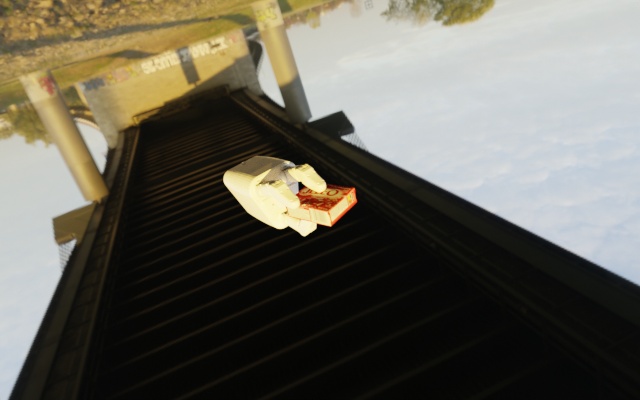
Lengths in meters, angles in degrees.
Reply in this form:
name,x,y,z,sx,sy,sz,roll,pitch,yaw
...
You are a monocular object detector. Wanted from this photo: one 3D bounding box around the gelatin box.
name,x,y,z,sx,sy,sz,roll,pitch,yaw
gelatin box,0.000,0.003,0.750,0.089,0.030,0.073,11,37,37
